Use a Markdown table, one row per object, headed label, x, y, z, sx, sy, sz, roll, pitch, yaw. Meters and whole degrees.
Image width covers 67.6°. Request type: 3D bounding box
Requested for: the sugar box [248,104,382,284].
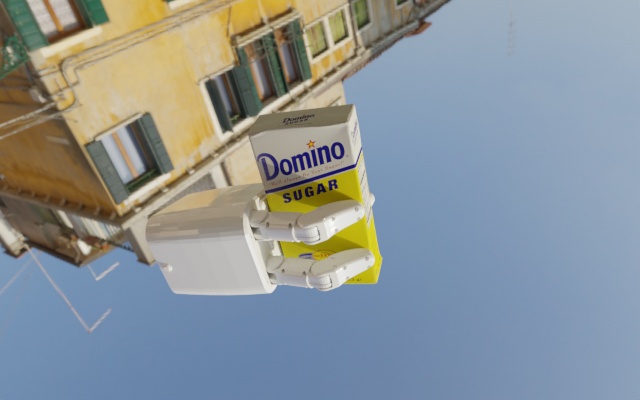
| label | x | y | z | sx | sy | sz | roll | pitch | yaw |
| --- | --- | --- | --- | --- | --- | --- | --- | --- | --- |
| sugar box | 0.000 | 0.002 | 0.456 | 0.093 | 0.176 | 0.048 | -4 | 34 | 17 |
